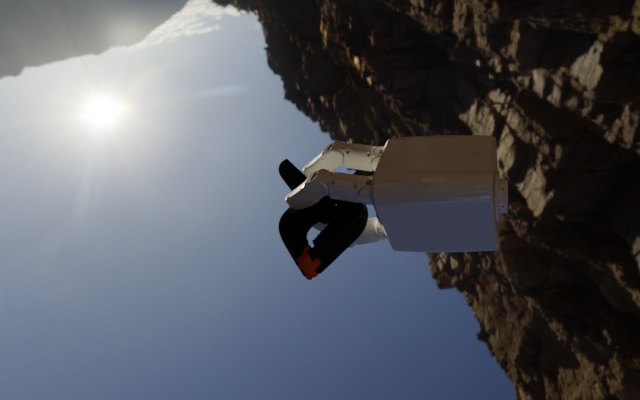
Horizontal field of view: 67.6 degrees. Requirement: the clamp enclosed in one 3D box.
[{"bbox_3d":[0.000,0.003,0.522,0.164,0.036,0.209,-4,35,25],"label":"clamp"}]
